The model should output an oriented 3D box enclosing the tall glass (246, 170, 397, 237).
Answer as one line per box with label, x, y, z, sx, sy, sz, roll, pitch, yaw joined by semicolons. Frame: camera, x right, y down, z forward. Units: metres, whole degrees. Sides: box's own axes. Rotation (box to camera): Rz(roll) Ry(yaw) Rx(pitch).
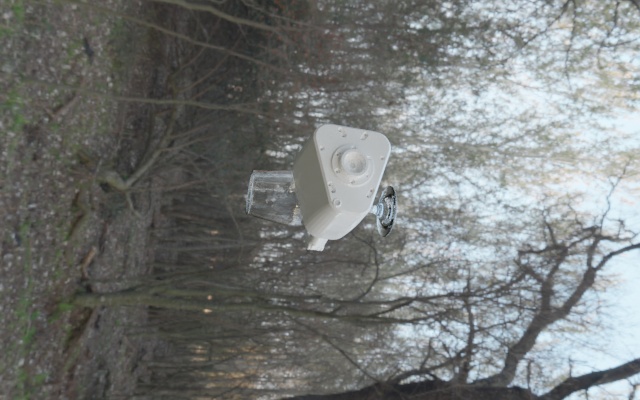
tall glass;0.001;0.002;0.666;0.201;0.079;0.079;8;-2;-12
